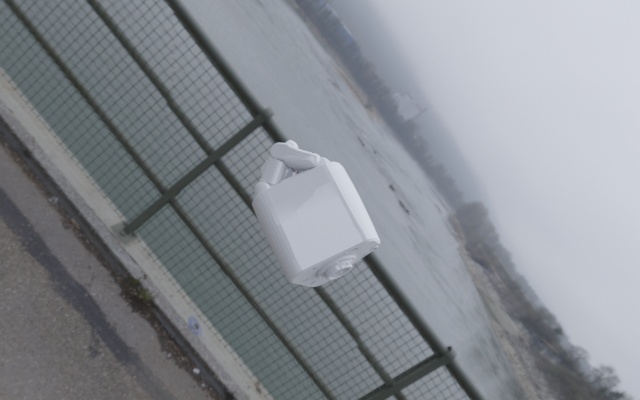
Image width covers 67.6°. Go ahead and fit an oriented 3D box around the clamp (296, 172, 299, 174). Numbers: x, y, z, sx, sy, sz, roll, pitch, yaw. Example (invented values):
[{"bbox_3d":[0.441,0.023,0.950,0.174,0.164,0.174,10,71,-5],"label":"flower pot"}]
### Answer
[{"bbox_3d":[0.001,0.002,0.666,0.039,0.120,0.171,-29,-22,16],"label":"clamp"}]
